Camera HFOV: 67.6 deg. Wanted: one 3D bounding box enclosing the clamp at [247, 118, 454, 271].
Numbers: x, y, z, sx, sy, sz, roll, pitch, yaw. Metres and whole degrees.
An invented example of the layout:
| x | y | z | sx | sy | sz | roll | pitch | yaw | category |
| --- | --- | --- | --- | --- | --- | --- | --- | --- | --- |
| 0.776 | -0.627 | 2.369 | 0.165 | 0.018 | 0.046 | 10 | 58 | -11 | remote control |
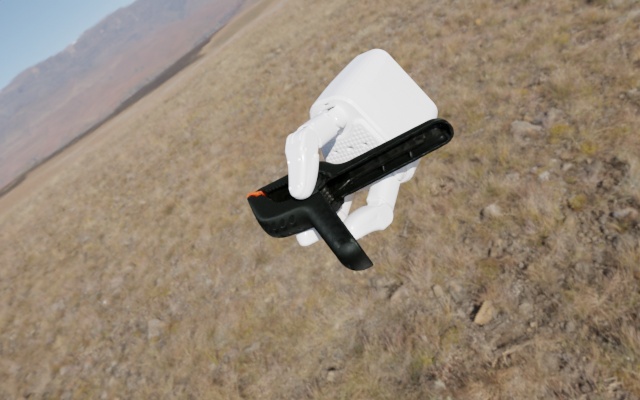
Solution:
| x | y | z | sx | sy | sz | roll | pitch | yaw | category |
| --- | --- | --- | --- | --- | --- | --- | --- | --- | --- |
| -0.001 | 0.001 | 0.421 | 0.210 | 0.036 | 0.164 | -11 | 32 | 41 | clamp |
